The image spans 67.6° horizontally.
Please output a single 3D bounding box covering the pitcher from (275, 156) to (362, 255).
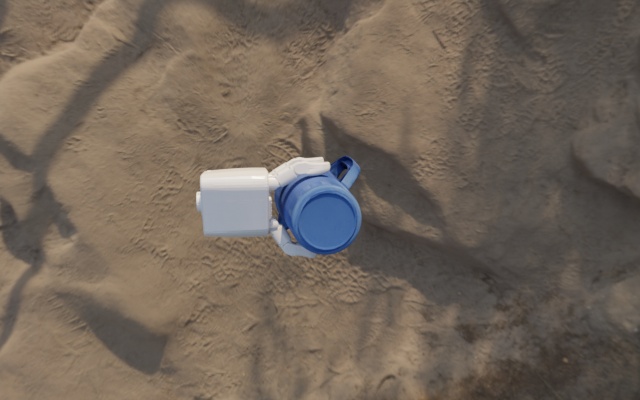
[{"bbox_3d":[0.000,0.003,0.820,0.145,0.149,0.243,0,10,-9],"label":"pitcher"}]
